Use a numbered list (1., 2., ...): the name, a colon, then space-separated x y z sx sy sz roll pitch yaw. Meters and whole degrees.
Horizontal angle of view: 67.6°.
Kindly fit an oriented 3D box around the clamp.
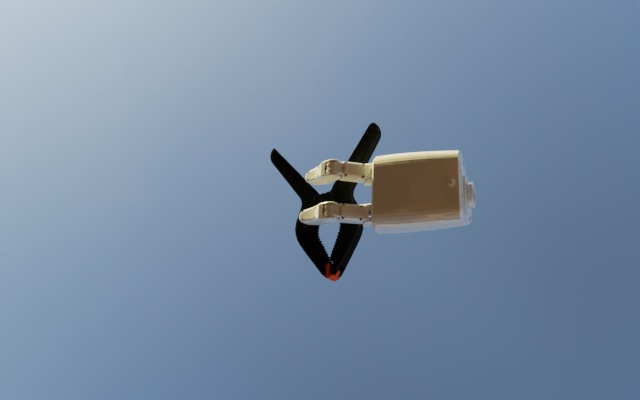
1. clamp: 0.001 0.003 0.641 0.164 0.210 0.036 -5 -20 24
